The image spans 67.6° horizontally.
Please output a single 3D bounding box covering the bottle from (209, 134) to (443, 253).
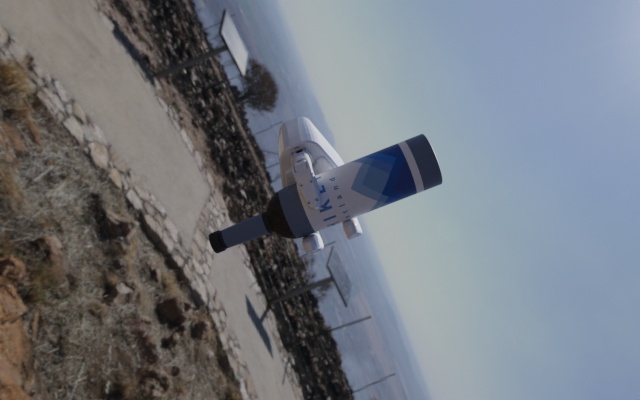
[{"bbox_3d":[0.000,0.002,0.597,0.296,0.069,0.069,-21,-2,5],"label":"bottle"}]
